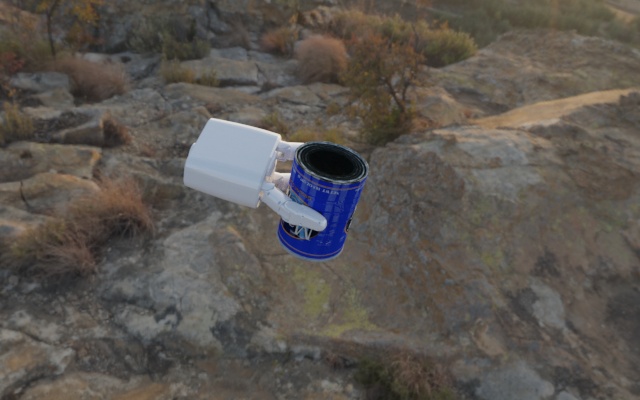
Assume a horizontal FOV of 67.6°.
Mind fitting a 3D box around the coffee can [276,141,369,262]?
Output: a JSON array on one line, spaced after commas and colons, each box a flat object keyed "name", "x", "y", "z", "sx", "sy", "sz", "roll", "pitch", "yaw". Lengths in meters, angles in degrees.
[{"name": "coffee can", "x": 0.000, "y": 0.002, "z": 0.675, "sx": 0.103, "sy": 0.140, "sz": 0.102, "roll": 11, "pitch": 35, "yaw": -8}]
